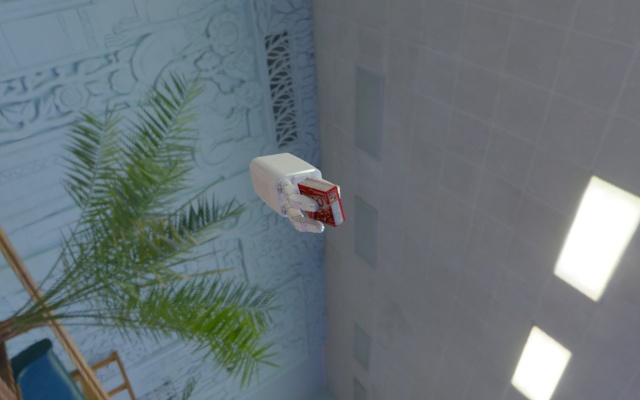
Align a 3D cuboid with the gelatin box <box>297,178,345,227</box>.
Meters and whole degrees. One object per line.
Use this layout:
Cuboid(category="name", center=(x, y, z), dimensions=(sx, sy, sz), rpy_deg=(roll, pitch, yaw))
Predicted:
Cuboid(category="gelatin box", center=(0.001, 0.003, 0.878), dimensions=(0.030, 0.073, 0.089), rpy_deg=(-31, 30, -31))
